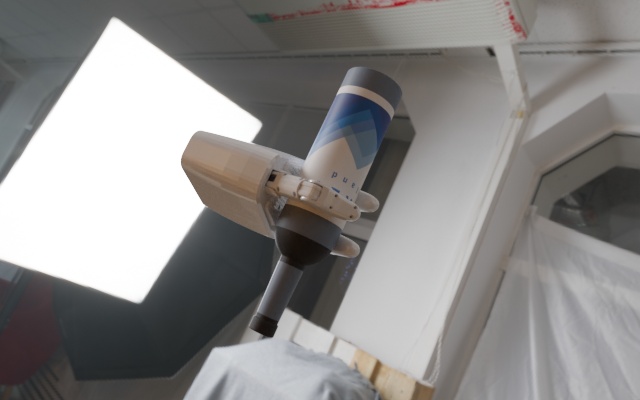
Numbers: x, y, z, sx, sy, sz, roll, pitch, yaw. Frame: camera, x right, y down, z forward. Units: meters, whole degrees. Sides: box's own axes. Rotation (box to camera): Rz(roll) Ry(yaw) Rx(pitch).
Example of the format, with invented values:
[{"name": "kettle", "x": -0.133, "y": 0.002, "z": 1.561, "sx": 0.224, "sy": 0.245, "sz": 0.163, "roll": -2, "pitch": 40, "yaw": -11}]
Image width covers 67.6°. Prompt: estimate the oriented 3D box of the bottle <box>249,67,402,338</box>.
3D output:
[{"name": "bottle", "x": 0.000, "y": 0.001, "z": 0.508, "sx": 0.069, "sy": 0.295, "sz": 0.069, "roll": 24, "pitch": -10, "yaw": 5}]
